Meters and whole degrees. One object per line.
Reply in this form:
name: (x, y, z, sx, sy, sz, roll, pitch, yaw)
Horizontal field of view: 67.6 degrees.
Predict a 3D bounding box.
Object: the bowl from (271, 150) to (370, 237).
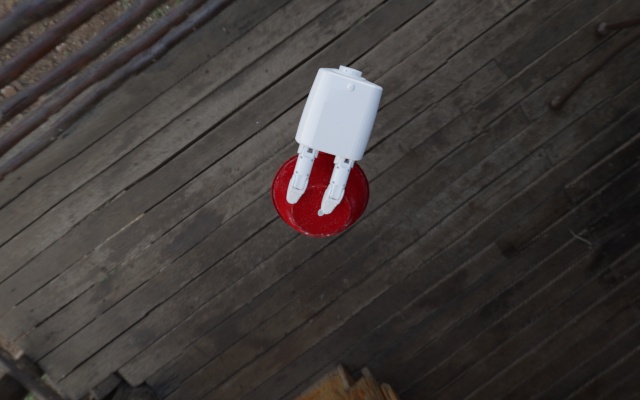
bowl: (0.000, 0.004, 0.760, 0.162, 0.162, 0.055, 0, 31, -1)
